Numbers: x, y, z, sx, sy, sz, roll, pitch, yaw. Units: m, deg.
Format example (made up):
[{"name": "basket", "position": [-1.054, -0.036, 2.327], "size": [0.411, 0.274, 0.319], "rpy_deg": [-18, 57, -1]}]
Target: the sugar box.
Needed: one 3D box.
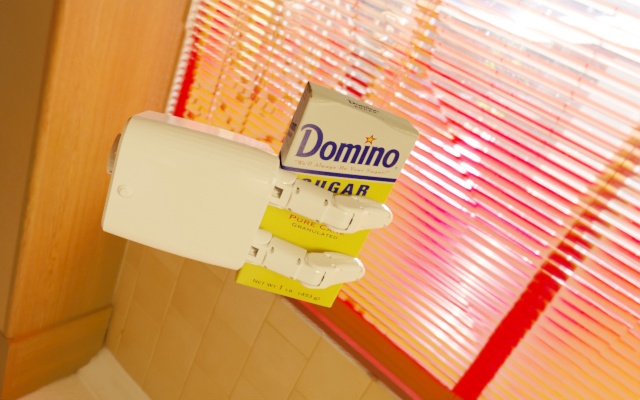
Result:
[{"name": "sugar box", "position": [0.000, 0.002, 0.400], "size": [0.093, 0.176, 0.048], "rpy_deg": [17, 26, -15]}]
